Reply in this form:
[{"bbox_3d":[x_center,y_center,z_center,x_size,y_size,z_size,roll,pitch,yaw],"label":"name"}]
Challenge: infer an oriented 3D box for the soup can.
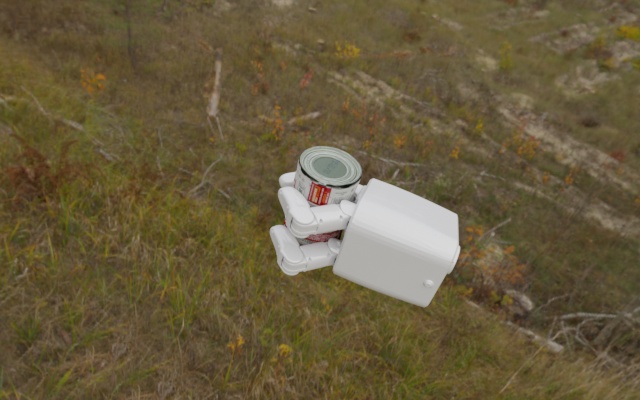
[{"bbox_3d":[0.000,0.001,0.514,0.068,0.102,0.068,9,40,-8],"label":"soup can"}]
